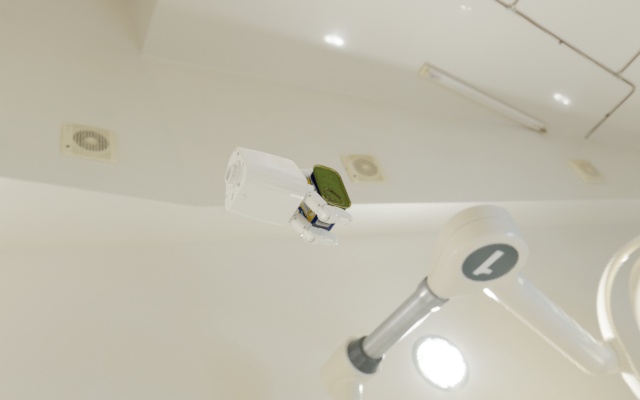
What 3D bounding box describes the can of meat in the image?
[{"bbox_3d":[0.000,0.003,0.835,0.057,0.102,0.084,13,-52,-30],"label":"can of meat"}]
